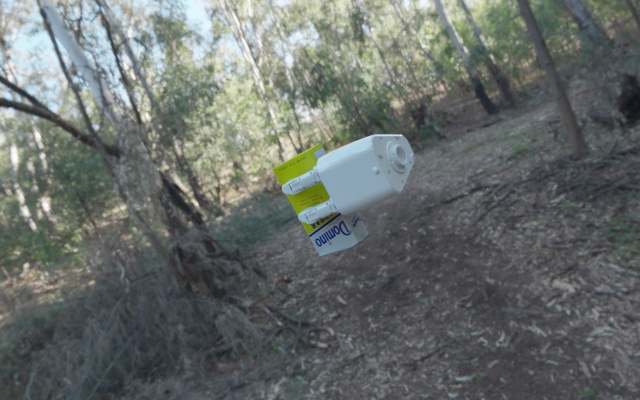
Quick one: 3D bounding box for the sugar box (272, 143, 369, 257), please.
[{"bbox_3d":[0.000,0.003,0.808,0.093,0.176,0.048,-23,7,39],"label":"sugar box"}]
